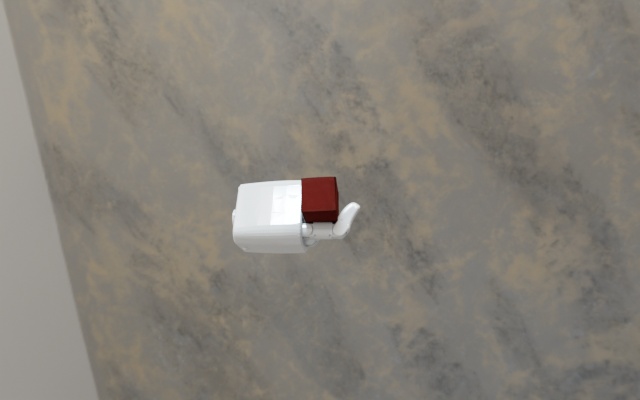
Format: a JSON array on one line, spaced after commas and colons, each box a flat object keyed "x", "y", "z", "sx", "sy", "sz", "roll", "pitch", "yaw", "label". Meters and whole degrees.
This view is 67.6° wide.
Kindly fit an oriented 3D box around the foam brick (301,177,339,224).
[{"x": 0.000, "y": 0.002, "z": 0.709, "sx": 0.051, "sy": 0.053, "sz": 0.078, "roll": -1, "pitch": -18, "yaw": 4, "label": "foam brick"}]
